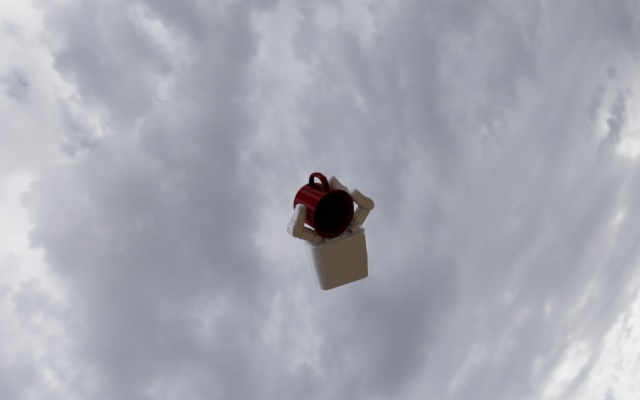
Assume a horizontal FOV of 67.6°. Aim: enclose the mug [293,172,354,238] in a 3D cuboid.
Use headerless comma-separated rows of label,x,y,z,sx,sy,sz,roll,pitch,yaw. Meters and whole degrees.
mug,0.000,0.002,0.883,0.093,0.117,0.081,-24,29,-26
